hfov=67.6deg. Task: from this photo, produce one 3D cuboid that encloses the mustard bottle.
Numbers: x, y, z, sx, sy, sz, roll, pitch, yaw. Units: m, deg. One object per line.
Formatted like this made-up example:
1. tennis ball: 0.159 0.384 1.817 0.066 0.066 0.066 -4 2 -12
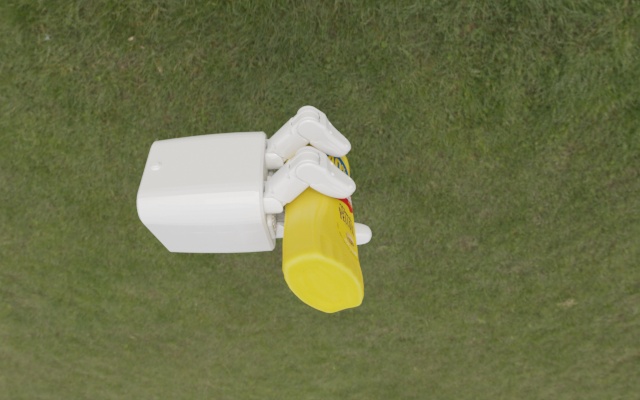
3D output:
1. mustard bottle: 0.000 0.002 0.455 0.058 0.191 0.096 -20 -44 18
